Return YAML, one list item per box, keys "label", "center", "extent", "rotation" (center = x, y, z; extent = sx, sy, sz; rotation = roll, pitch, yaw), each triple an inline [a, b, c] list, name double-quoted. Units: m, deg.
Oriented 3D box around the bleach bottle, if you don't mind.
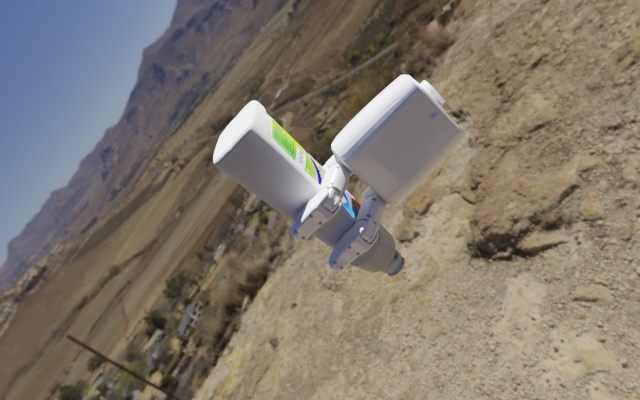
- label: "bleach bottle"
  center: [0.000, 0.002, 0.535]
  extent: [0.251, 0.068, 0.102]
  rotation: [39, 17, -22]
